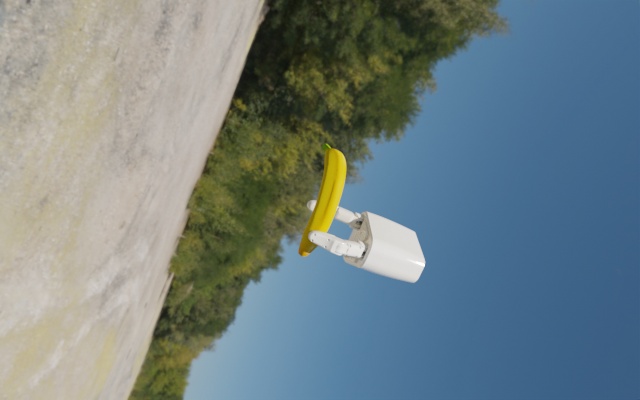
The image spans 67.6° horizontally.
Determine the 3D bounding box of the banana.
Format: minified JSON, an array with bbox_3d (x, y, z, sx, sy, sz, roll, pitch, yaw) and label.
[{"bbox_3d":[0.007,-0.002,0.781,0.037,0.197,0.069,18,-12,-18],"label":"banana"}]
